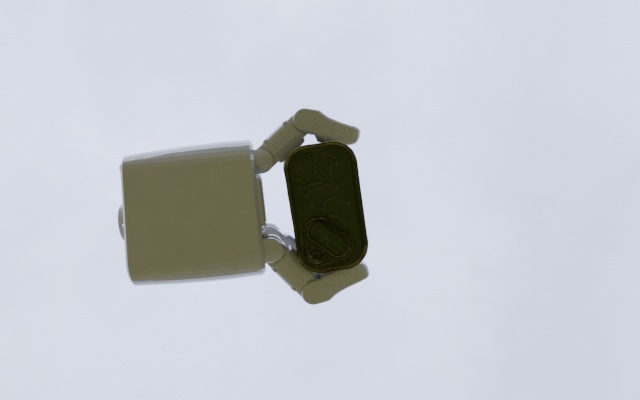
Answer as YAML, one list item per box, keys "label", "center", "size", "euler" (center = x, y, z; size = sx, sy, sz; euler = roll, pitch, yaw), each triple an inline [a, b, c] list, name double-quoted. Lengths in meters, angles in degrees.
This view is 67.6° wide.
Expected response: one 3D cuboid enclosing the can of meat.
- label: "can of meat"
  center: [0.000, 0.001, 0.411]
  size: [0.057, 0.102, 0.084]
  euler: [-10, 8, -6]
